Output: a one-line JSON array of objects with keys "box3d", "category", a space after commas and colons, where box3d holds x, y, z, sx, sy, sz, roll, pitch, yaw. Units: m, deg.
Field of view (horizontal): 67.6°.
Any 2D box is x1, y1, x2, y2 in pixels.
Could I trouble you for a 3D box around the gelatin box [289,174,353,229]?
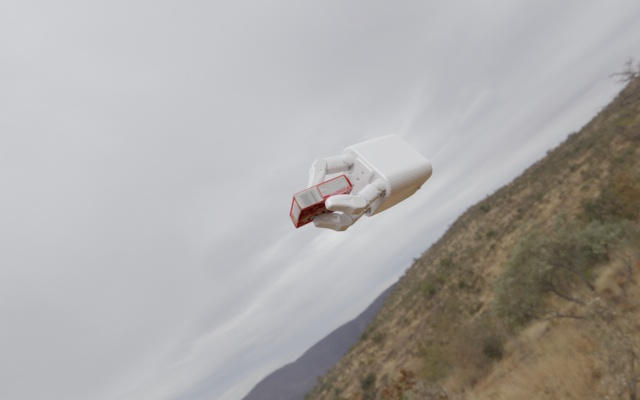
[{"box3d": [0.000, 0.002, 0.722, 0.089, 0.030, 0.073, -23, -19, -19], "category": "gelatin box"}]
